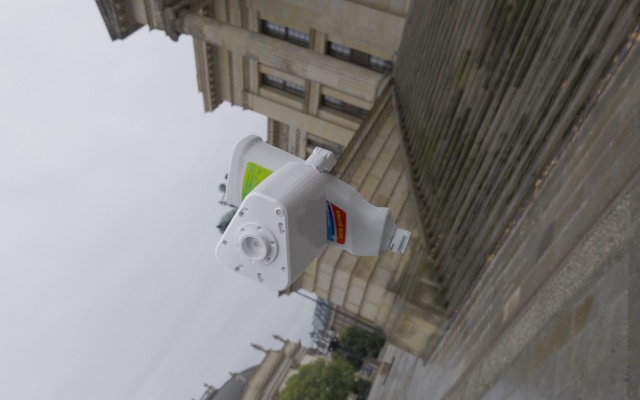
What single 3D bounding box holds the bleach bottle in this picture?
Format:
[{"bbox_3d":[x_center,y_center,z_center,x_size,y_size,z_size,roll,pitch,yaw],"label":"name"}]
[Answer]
[{"bbox_3d":[0.000,0.002,0.635,0.251,0.103,0.068,22,28,12],"label":"bleach bottle"}]
